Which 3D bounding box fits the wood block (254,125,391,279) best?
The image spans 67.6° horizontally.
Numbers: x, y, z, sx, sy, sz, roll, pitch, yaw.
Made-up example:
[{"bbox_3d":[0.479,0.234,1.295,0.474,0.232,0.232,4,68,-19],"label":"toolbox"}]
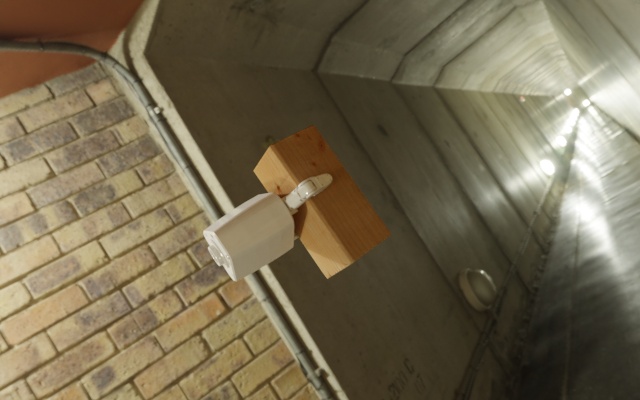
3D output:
[{"bbox_3d":[0.000,0.002,0.733,0.090,0.206,0.091,-31,-7,-33],"label":"wood block"}]
